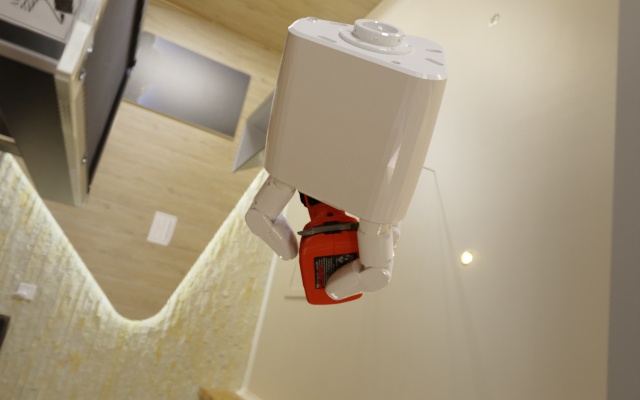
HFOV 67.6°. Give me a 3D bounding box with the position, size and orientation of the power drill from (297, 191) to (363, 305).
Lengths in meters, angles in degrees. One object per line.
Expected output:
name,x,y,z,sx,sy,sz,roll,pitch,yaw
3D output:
power drill,0.000,0.002,0.466,0.057,0.187,0.185,-9,-38,-3
